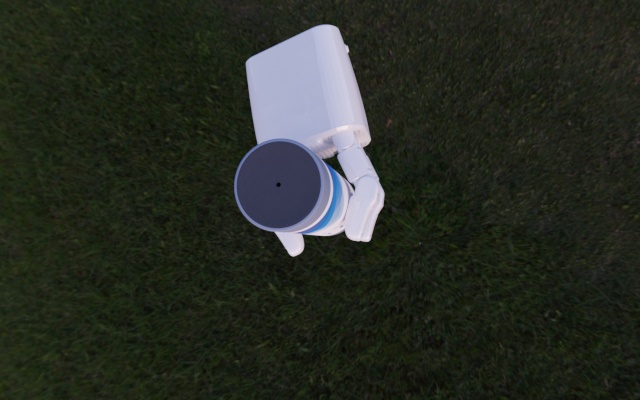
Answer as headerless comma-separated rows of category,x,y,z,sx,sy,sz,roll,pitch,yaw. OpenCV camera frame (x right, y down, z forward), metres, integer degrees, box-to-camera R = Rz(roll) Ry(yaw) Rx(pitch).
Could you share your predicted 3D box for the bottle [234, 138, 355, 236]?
bottle,0.000,0.002,0.478,0.069,0.069,0.296,0,-5,12
